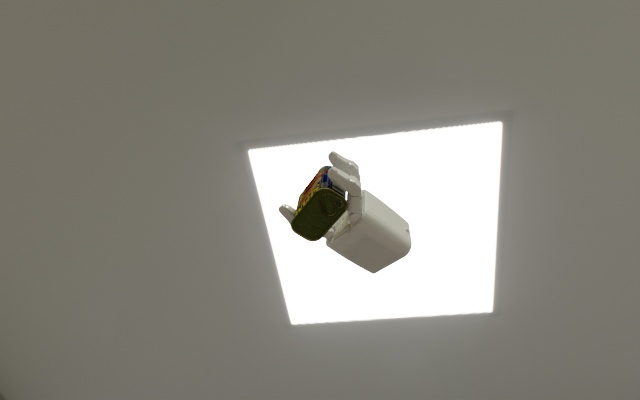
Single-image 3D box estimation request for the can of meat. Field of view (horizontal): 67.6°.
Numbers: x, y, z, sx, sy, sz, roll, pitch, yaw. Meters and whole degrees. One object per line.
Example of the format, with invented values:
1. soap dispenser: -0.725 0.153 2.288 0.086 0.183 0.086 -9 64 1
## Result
1. can of meat: 0.000 0.002 0.775 0.057 0.102 0.084 32 29 -14
